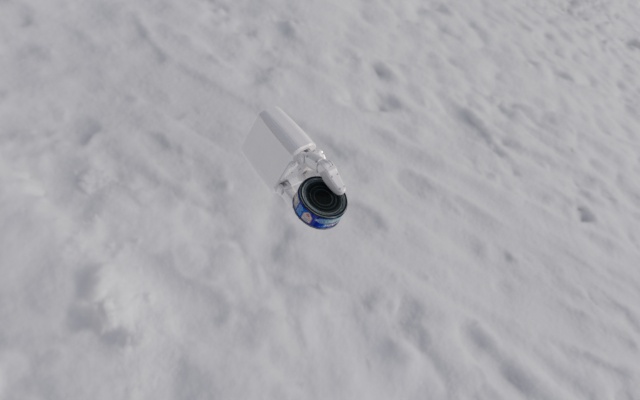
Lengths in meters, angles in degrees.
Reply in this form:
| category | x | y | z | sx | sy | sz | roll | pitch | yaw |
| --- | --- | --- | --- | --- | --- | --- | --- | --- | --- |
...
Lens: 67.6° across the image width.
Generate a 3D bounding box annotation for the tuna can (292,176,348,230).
| category | x | y | z | sx | sy | sz | roll | pitch | yaw |
| --- | --- | --- | --- | --- | --- | --- | --- | --- | --- |
| tuna can | 0.000 | 0.002 | 0.770 | 0.086 | 0.086 | 0.034 | 0 | -35 | -25 |
